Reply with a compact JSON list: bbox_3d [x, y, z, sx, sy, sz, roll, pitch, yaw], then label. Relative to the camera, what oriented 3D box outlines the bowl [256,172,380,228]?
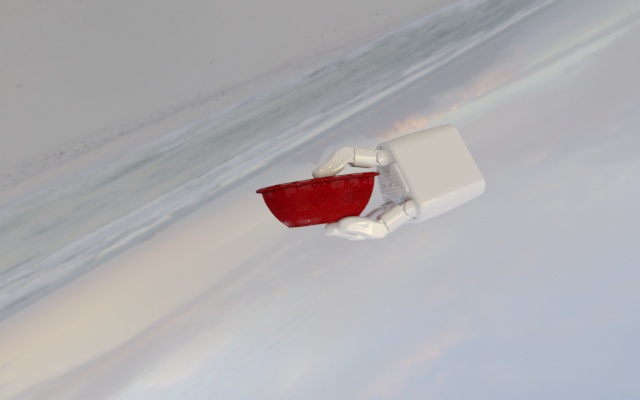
[{"bbox_3d":[-0.001,0.003,0.616,0.162,0.055,0.162,-8,-1,0],"label":"bowl"}]
